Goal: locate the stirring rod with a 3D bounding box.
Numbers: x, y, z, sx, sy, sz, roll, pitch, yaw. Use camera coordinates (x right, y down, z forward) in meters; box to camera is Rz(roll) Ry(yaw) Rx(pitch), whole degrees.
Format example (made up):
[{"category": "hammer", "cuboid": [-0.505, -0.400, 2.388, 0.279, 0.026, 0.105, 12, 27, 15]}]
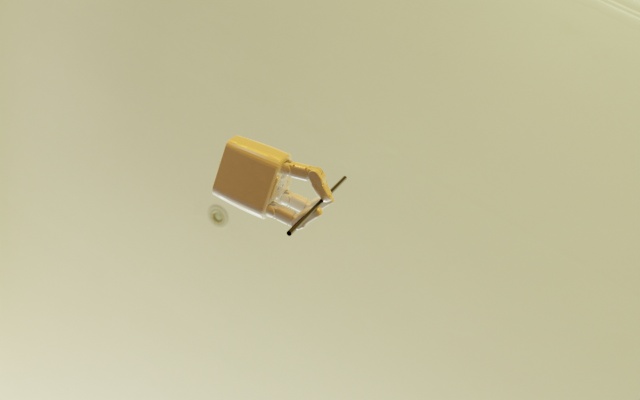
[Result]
[{"category": "stirring rod", "cuboid": [0.000, 0.003, 0.783, 0.011, 0.011, 0.239, 0, 22, 24]}]
